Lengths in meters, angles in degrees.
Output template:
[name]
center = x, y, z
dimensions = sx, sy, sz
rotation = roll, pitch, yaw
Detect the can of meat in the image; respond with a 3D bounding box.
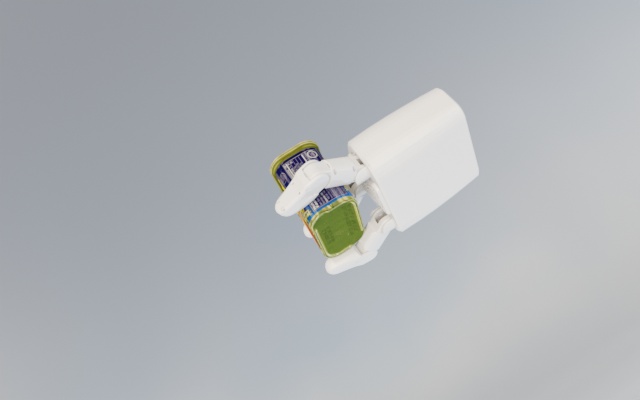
[can of meat]
center = 0.000, 0.002, 0.499
dimensions = 0.057, 0.084, 0.102
rotation = -32, -31, -5
